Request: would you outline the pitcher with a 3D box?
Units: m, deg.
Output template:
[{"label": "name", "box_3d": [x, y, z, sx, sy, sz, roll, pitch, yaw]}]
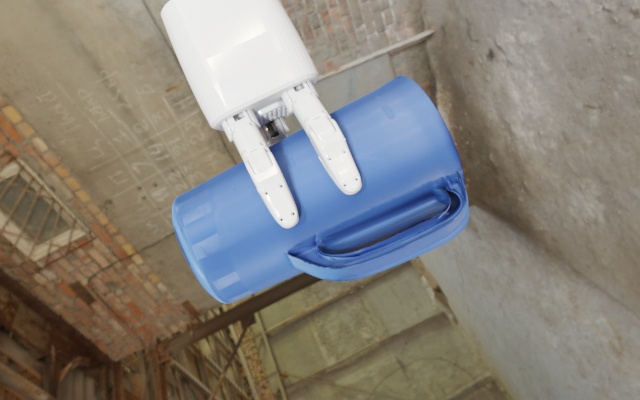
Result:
[{"label": "pitcher", "box_3d": [0.000, 0.001, 0.431, 0.243, 0.145, 0.149, -26, 0, -4]}]
